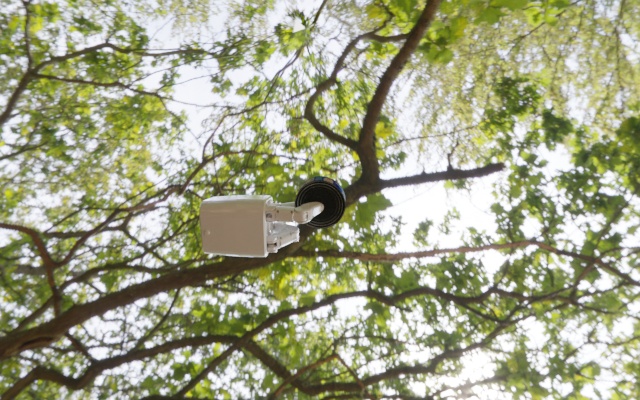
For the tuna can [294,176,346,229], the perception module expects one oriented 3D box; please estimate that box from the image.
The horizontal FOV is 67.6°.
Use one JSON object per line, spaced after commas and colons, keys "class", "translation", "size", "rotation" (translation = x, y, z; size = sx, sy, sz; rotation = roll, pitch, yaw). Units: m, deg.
{"class": "tuna can", "translation": [0.000, 0.002, 0.812], "size": [0.086, 0.086, 0.033], "rotation": [0, 20, 4]}
